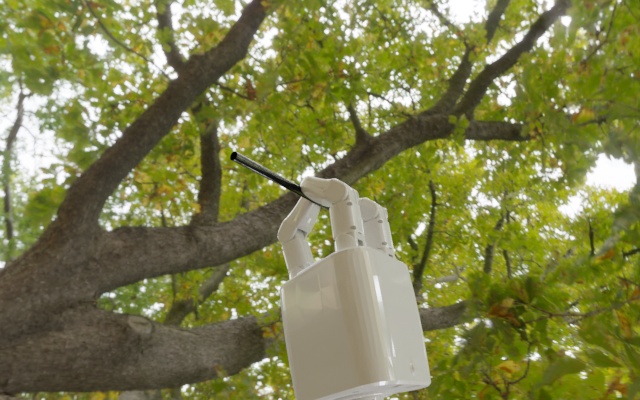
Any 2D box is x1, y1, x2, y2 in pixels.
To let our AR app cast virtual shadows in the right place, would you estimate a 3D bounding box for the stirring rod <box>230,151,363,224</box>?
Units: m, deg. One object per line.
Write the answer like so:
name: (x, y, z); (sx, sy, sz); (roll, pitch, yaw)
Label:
stirring rod: (0.000, 0.002, 0.471); (0.011, 0.011, 0.239); (0, -18, 37)
